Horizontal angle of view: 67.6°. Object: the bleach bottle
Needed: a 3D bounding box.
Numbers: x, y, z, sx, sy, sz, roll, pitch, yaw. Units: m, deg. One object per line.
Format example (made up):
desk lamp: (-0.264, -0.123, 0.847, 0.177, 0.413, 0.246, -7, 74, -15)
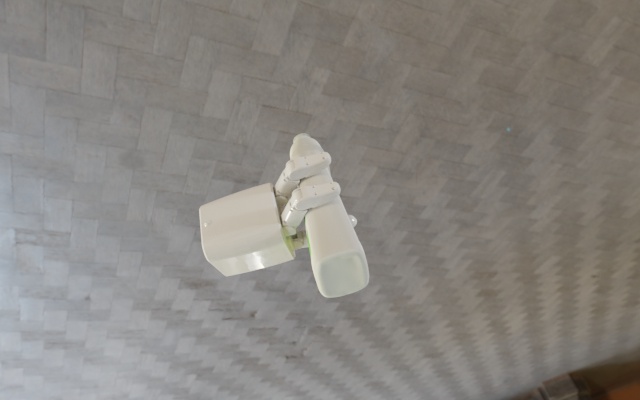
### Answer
bleach bottle: (0.000, 0.002, 0.668, 0.068, 0.250, 0.103, -15, -41, -2)
